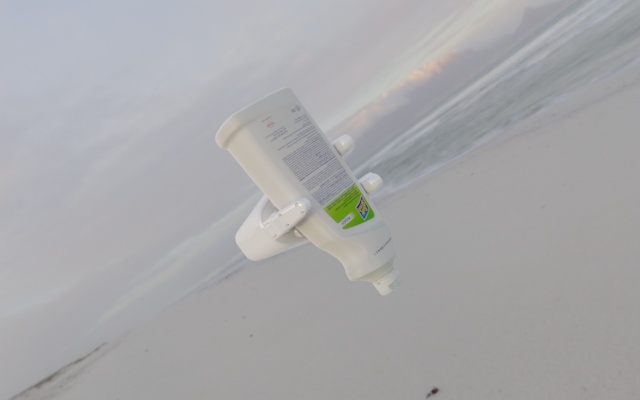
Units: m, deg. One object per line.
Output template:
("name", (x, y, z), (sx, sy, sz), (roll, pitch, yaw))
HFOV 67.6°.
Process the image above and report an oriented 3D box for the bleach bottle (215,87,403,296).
("bleach bottle", (0.000, 0.002, 0.527), (0.102, 0.251, 0.068), (-38, 2, -33))
